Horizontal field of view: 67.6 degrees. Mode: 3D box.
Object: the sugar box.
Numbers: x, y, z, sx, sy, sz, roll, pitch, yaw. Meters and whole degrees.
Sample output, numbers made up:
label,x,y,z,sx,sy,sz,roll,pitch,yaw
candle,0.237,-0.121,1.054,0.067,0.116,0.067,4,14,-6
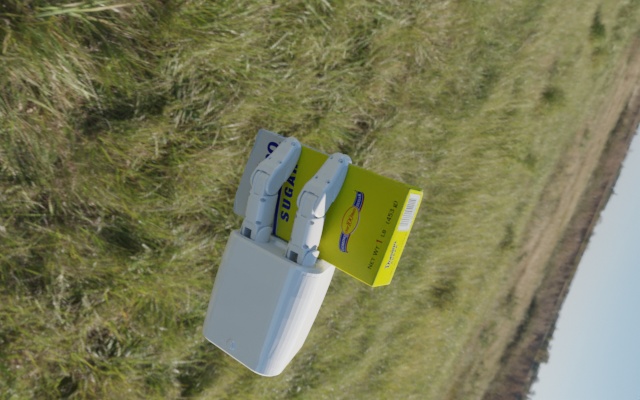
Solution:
label,x,y,z,sx,sy,sz,roll,pitch,yaw
sugar box,0.000,0.002,0.456,0.176,0.093,0.048,23,7,28
